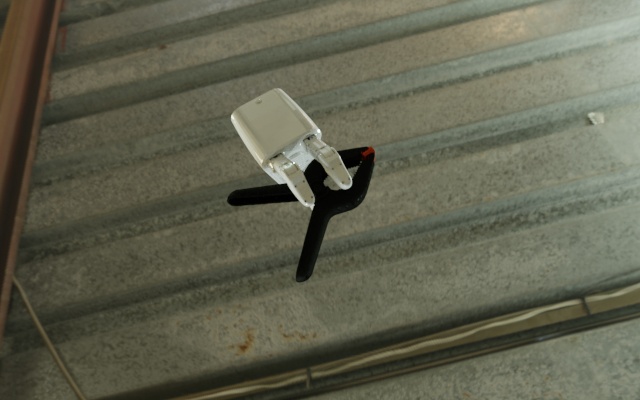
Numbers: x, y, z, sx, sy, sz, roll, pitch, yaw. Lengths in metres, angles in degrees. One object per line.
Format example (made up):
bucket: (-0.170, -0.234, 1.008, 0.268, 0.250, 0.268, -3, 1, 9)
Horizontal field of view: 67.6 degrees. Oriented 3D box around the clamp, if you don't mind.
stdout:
clamp: (0.000, 0.002, 0.649, 0.210, 0.164, 0.036, -31, -26, -13)
